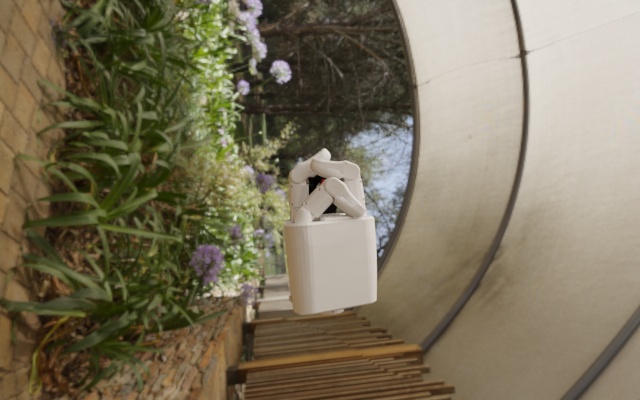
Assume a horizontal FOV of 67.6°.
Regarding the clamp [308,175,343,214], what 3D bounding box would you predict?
[{"bbox_3d":[0.001,0.002,0.670,0.039,0.120,0.171,-4,1,-7],"label":"clamp"}]
